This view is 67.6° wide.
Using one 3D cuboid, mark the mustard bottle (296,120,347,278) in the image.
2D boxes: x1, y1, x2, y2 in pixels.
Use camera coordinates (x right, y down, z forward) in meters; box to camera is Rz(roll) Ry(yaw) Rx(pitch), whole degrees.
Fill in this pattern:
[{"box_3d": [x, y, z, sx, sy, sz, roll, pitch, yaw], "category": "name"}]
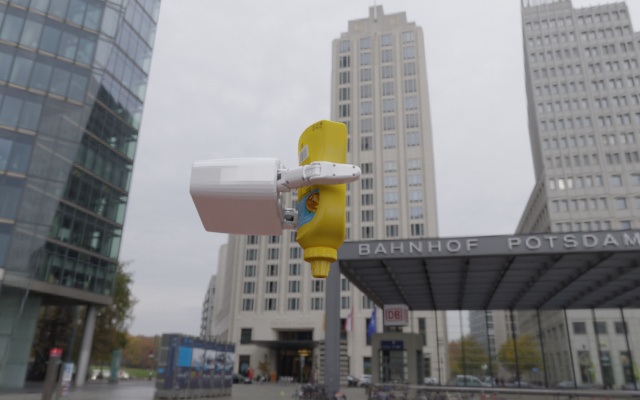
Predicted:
[{"box_3d": [0.000, 0.002, 0.605, 0.058, 0.191, 0.096, 9, -21, -21], "category": "mustard bottle"}]
